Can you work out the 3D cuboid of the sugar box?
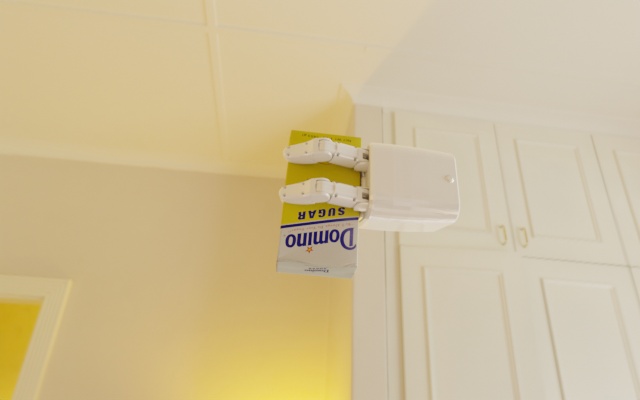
[{"bbox_3d":[0.000,0.002,0.579,0.093,0.176,0.048,5,-29,-4],"label":"sugar box"}]
